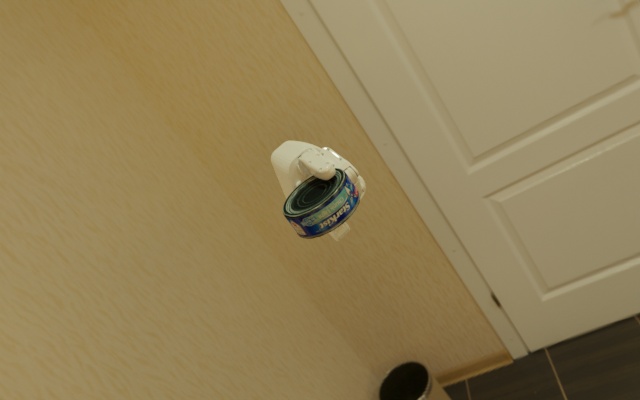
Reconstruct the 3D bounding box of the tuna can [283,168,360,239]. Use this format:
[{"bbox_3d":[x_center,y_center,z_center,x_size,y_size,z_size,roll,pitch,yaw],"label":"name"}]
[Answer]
[{"bbox_3d":[0.000,0.001,0.540,0.086,0.034,0.086,-28,26,15],"label":"tuna can"}]
